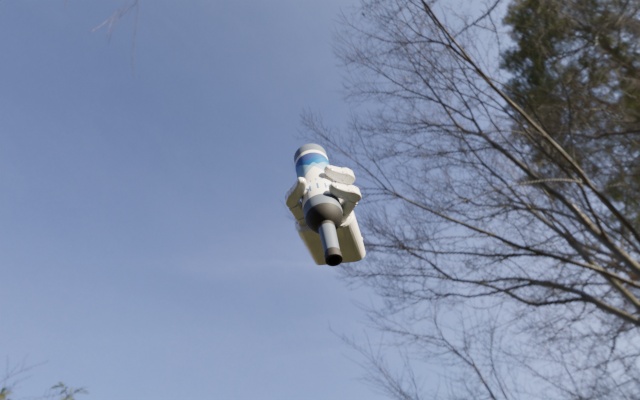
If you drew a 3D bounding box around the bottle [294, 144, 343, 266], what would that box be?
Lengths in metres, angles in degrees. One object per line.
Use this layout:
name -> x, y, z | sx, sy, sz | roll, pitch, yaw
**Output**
bottle -> 0.000, 0.003, 0.850 | 0.069, 0.069, 0.295 | 0, 38, -10
